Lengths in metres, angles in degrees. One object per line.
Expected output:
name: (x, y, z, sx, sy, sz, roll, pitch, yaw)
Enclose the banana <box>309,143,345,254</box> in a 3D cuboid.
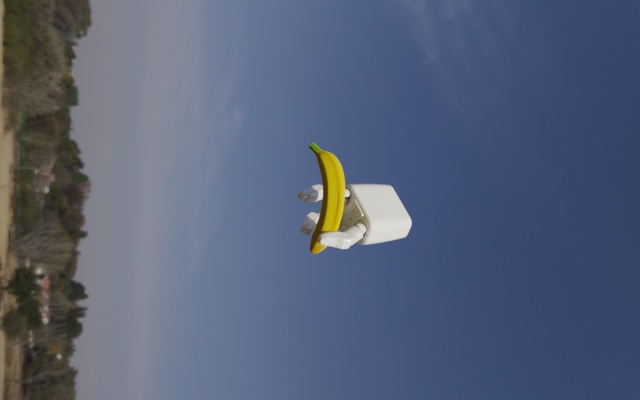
banana: (0.012, 0.003, 0.818, 0.037, 0.198, 0.069, -8, 15, -37)
